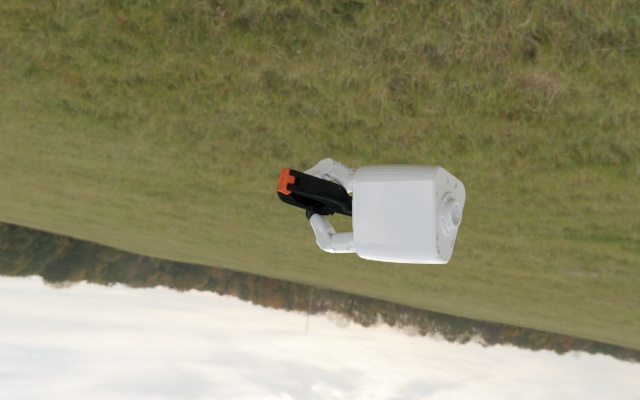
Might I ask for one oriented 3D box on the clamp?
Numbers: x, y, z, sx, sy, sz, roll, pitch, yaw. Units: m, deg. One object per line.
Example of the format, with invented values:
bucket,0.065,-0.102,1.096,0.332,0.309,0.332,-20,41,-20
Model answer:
clamp,0.000,0.003,0.655,0.164,0.036,0.210,-1,-16,38
